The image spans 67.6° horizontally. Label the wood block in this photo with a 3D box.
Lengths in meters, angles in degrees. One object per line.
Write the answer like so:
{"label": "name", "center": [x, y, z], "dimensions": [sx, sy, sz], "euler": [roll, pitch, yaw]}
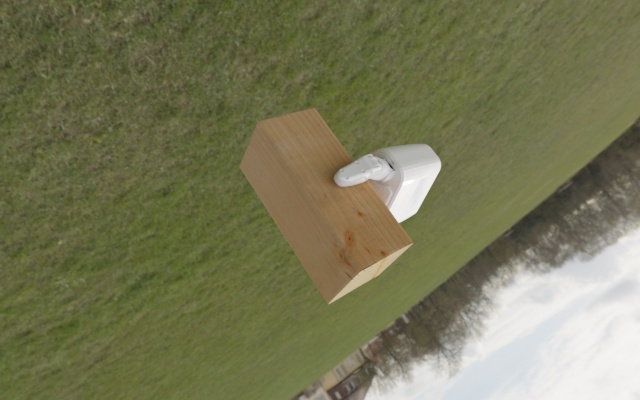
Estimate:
{"label": "wood block", "center": [0.001, 0.002, 0.568], "dimensions": [0.090, 0.206, 0.091], "euler": [-22, -21, -36]}
